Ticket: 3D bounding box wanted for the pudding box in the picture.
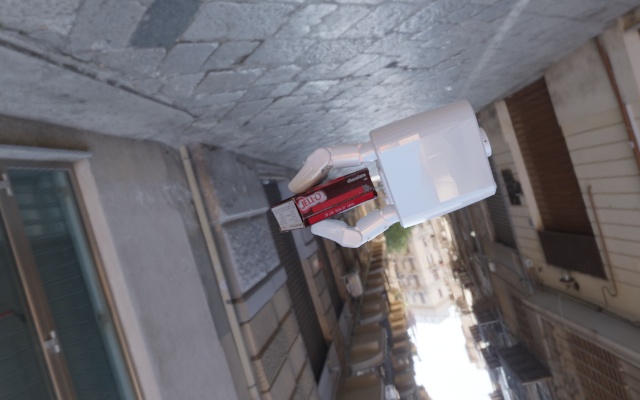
[{"bbox_3d":[0.000,0.002,0.535,0.090,0.039,0.113,-21,-1,-19],"label":"pudding box"}]
